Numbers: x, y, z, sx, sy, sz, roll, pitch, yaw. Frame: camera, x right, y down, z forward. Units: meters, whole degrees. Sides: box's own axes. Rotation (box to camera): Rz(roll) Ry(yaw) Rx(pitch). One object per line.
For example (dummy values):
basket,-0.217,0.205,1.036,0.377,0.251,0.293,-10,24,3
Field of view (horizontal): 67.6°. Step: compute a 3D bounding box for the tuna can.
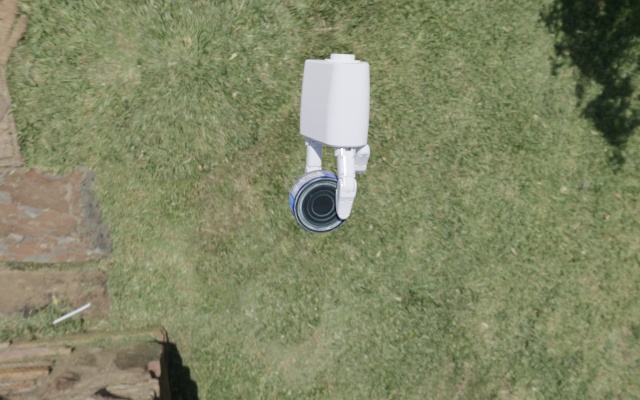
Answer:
tuna can,0.000,0.002,0.672,0.086,0.086,0.033,0,21,-16
